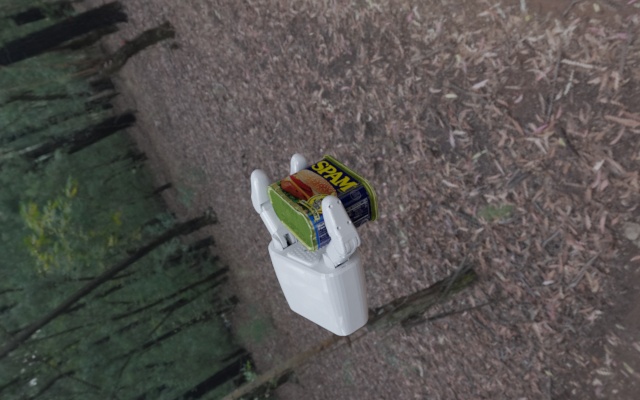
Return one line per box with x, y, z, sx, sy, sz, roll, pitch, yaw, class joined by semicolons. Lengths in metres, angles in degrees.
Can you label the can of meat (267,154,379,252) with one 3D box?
0.000;0.002;0.534;0.084;0.057;0.102;-28;40;-21;can of meat
